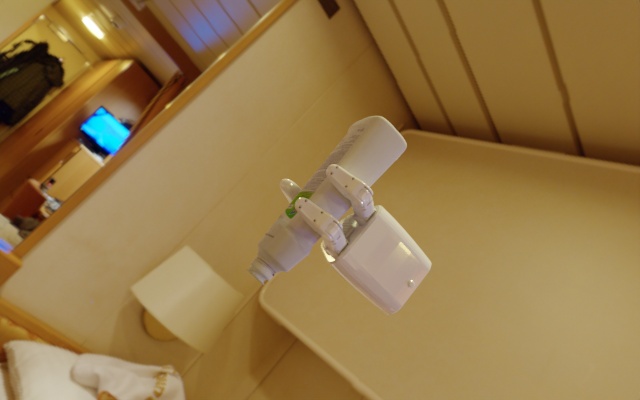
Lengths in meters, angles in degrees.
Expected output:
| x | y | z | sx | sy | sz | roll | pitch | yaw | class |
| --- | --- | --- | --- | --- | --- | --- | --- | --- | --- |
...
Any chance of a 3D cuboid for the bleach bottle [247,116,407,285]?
| x | y | z | sx | sy | sz | roll | pitch | yaw | class |
| --- | --- | --- | --- | --- | --- | --- | --- | --- | --- |
| 0.000 | 0.002 | 0.610 | 0.068 | 0.250 | 0.102 | 45 | -15 | -12 | bleach bottle |
